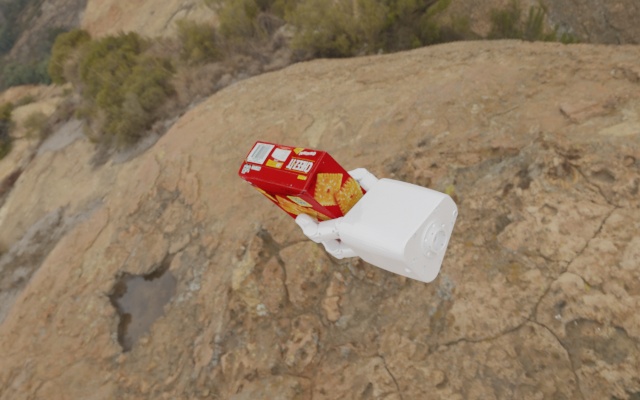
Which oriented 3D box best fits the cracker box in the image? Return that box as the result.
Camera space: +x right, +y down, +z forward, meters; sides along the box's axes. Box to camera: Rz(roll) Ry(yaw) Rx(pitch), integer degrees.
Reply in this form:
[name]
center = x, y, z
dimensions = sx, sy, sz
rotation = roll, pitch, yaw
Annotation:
[cracker box]
center = 0.000, 0.002, 0.730
dimensions = 0.164, 0.072, 0.214
rotation = 15, -20, 47
